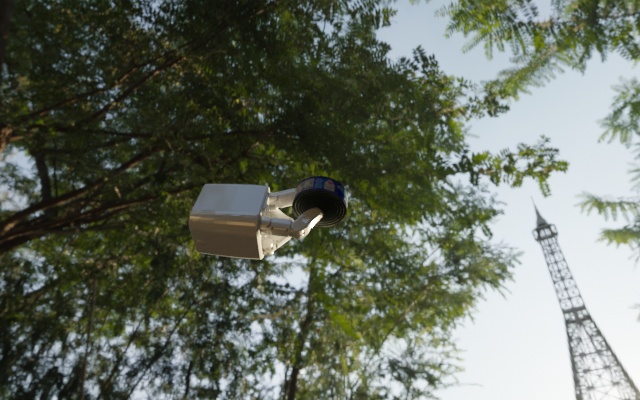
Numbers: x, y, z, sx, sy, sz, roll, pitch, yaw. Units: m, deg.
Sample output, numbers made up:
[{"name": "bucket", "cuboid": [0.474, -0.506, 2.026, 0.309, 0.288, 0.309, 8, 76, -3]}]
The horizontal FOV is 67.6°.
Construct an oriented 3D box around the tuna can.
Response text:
[{"name": "tuna can", "cuboid": [0.000, 0.002, 0.744, 0.086, 0.033, 0.086, 5, -42, 5]}]
